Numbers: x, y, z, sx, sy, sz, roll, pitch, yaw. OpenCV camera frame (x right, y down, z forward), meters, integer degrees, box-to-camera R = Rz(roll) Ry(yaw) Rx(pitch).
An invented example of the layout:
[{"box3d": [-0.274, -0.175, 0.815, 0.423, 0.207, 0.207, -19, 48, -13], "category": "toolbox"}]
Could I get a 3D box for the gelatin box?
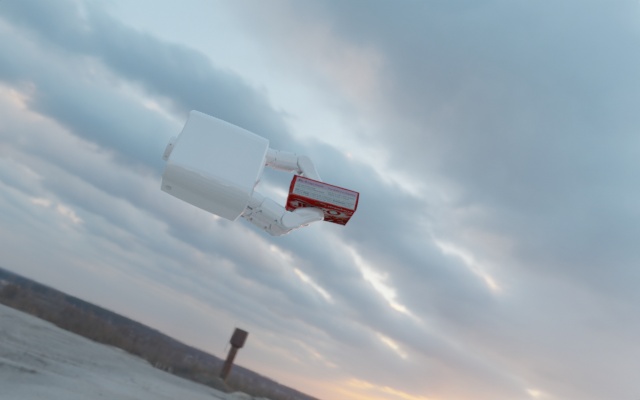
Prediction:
[{"box3d": [0.001, 0.002, 0.630, 0.089, 0.030, 0.073, 15, -19, -3], "category": "gelatin box"}]
